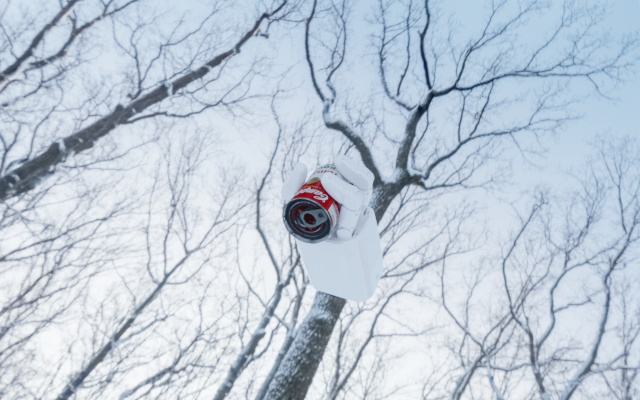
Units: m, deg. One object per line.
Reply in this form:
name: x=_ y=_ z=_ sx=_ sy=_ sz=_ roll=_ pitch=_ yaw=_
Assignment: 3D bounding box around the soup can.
soup can: x=0.000 y=0.002 z=0.644 sx=0.068 sy=0.068 sz=0.102 roll=0 pitch=29 yaw=24
